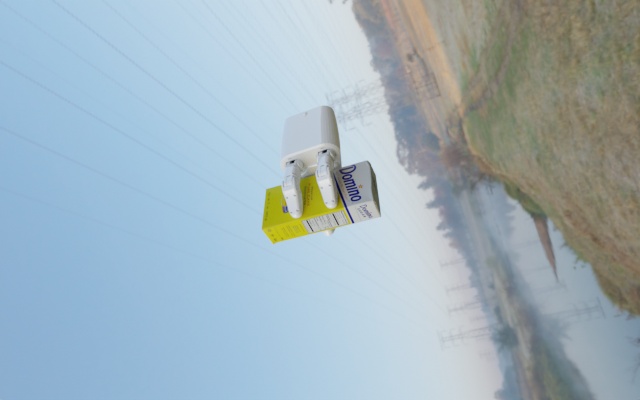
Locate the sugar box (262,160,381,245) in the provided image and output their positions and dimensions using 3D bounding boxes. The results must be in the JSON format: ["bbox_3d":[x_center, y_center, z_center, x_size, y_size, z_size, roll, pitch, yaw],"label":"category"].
[{"bbox_3d":[0.000,0.002,0.732,0.176,0.093,0.048,-18,-47,16],"label":"sugar box"}]
